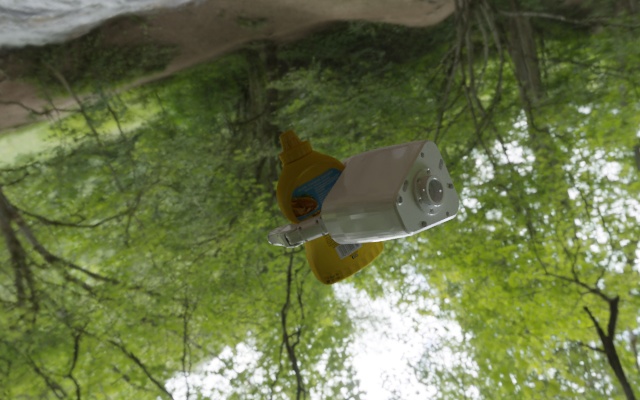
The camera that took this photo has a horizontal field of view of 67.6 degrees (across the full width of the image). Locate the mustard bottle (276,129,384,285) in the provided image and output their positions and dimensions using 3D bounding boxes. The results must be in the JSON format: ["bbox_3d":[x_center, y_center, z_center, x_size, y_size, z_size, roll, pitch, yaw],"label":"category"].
[{"bbox_3d":[0.000,0.002,0.592,0.096,0.192,0.058,-30,14,-14],"label":"mustard bottle"}]
